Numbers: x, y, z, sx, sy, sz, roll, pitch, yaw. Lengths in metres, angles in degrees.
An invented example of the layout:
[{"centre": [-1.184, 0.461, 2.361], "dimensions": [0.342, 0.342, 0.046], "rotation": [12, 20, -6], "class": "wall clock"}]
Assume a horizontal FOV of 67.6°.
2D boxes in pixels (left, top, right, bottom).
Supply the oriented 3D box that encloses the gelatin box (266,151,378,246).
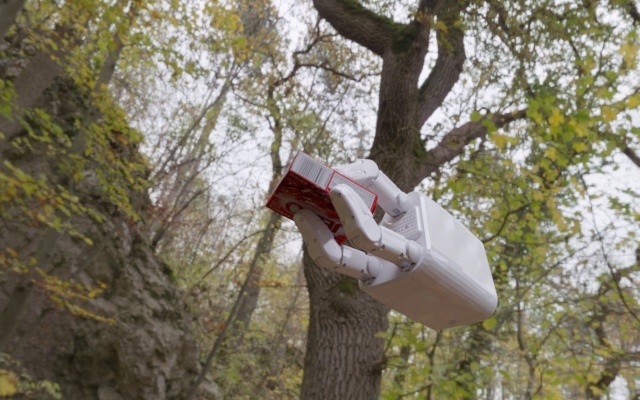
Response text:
[{"centre": [0.000, 0.001, 0.463], "dimensions": [0.089, 0.030, 0.073], "rotation": [30, -36, -8], "class": "gelatin box"}]
